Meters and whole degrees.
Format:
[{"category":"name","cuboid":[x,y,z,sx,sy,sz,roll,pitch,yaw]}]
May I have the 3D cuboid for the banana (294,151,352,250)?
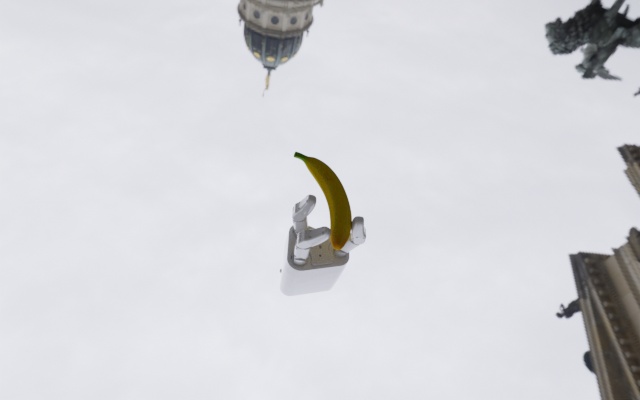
[{"category":"banana","cuboid":[0.015,-0.003,0.809,0.069,0.197,0.037,-10,-32,-26]}]
